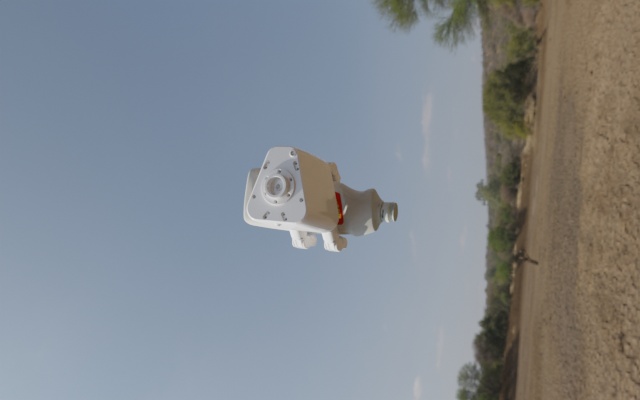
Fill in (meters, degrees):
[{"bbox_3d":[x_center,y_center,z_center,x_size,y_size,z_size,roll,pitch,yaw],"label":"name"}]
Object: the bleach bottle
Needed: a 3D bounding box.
[{"bbox_3d":[0.000,0.003,0.773,0.251,0.102,0.068,3,-7,23],"label":"bleach bottle"}]
